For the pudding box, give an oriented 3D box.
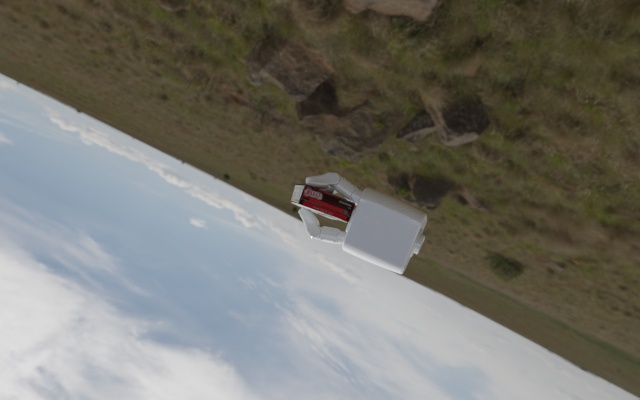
[{"bbox_3d":[0.000,0.003,0.811,0.090,0.039,0.113,22,-4,-12],"label":"pudding box"}]
